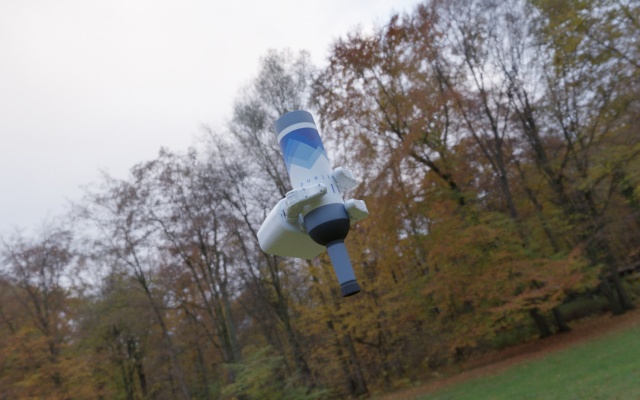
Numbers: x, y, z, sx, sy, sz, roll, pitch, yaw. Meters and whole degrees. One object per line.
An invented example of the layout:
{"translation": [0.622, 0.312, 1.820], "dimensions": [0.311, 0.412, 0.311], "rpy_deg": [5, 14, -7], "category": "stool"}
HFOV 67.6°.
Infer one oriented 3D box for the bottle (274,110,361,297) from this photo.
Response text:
{"translation": [0.000, 0.002, 0.726], "dimensions": [0.069, 0.295, 0.069], "rpy_deg": [-16, -21, -6], "category": "bottle"}
